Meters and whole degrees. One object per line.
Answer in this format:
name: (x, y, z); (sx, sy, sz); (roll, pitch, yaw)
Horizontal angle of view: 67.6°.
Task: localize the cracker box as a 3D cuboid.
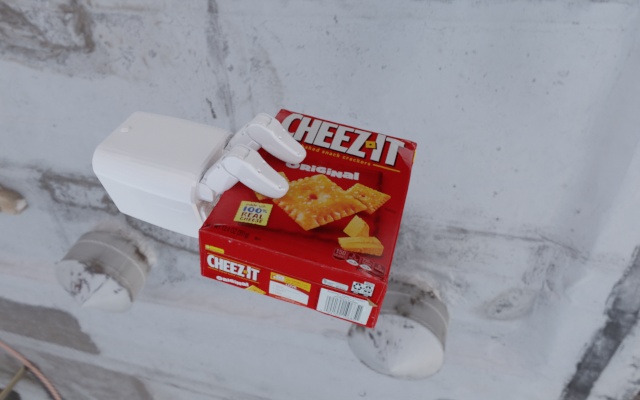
cracker box: (0.000, 0.002, 0.477); (0.164, 0.072, 0.213); (16, 43, 6)
